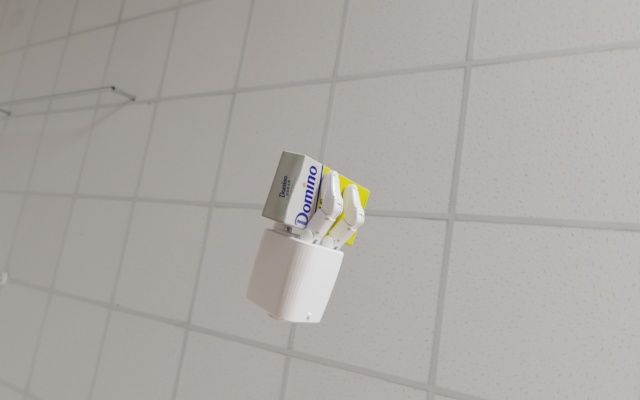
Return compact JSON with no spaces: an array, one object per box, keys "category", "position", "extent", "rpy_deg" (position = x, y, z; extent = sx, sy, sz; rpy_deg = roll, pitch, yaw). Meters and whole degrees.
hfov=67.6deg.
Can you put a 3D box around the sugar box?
[{"category":"sugar box","position":[0.001,0.002,0.675],"extent":[0.048,0.093,0.176],"rpy_deg":[15,-4,34]}]
